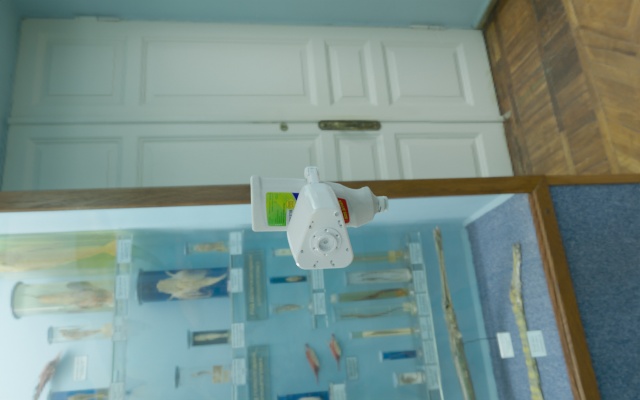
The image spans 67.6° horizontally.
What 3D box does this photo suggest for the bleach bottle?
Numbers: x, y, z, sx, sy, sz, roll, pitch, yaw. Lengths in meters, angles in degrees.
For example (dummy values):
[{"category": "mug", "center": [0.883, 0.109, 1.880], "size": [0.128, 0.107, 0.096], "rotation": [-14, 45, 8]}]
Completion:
[{"category": "bleach bottle", "center": [0.000, 0.003, 0.874], "size": [0.251, 0.103, 0.068], "rotation": [-2, 20, -9]}]
